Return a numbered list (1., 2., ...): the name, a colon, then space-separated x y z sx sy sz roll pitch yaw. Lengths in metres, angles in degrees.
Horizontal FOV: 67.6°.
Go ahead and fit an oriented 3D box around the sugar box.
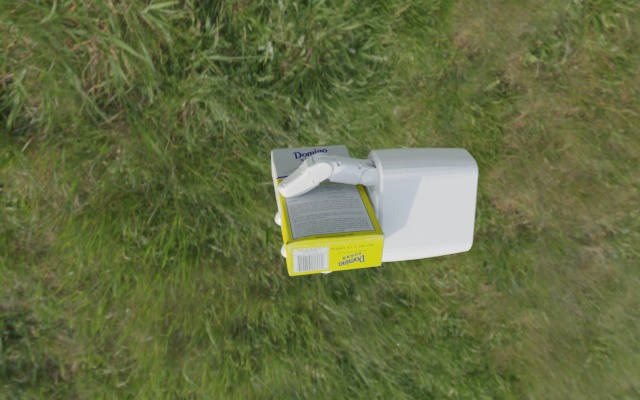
1. sugar box: 0.000 0.002 0.514 0.093 0.048 0.176 -4 34 -8
